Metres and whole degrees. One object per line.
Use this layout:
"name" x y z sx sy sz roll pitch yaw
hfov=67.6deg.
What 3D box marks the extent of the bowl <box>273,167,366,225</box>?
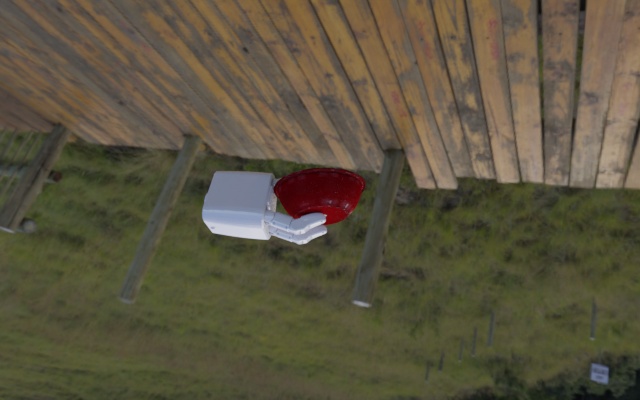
"bowl" 0.001 0.003 0.823 0.162 0.055 0.162 -3 -23 -1
